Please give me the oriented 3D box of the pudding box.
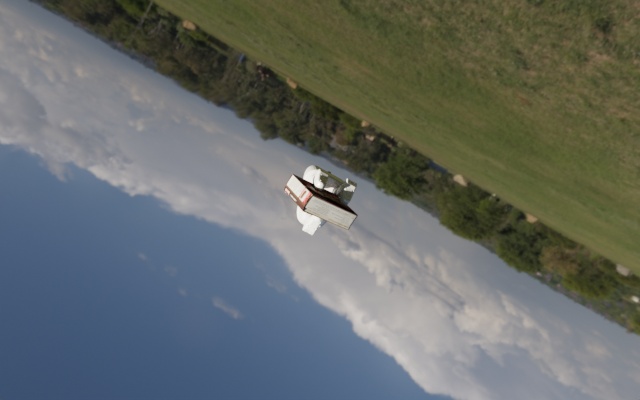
[{"bbox_3d":[0.000,0.003,0.859,0.113,0.039,0.090,22,13,-36],"label":"pudding box"}]
